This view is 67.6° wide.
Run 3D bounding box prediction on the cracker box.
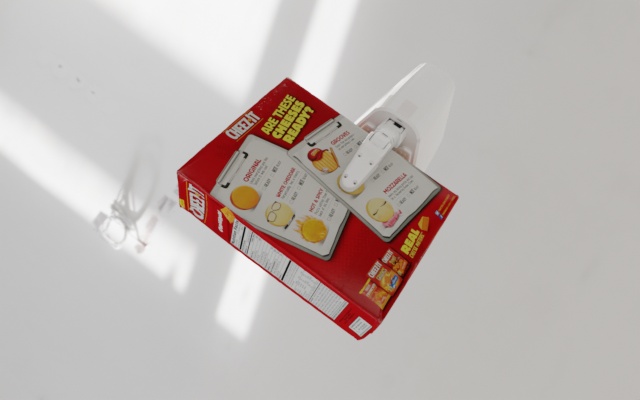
[{"bbox_3d":[0.000,0.002,0.457,0.213,0.164,0.072,35,-34,8],"label":"cracker box"}]
